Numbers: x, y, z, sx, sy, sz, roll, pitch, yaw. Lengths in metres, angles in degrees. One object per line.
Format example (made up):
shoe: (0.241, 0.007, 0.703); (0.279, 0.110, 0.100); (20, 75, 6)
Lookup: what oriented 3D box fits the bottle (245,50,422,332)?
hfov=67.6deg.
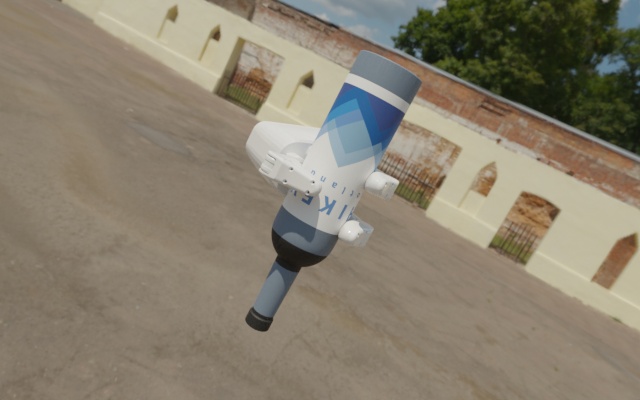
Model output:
bottle: (0.000, 0.001, 0.478); (0.069, 0.296, 0.069); (27, 10, -5)
